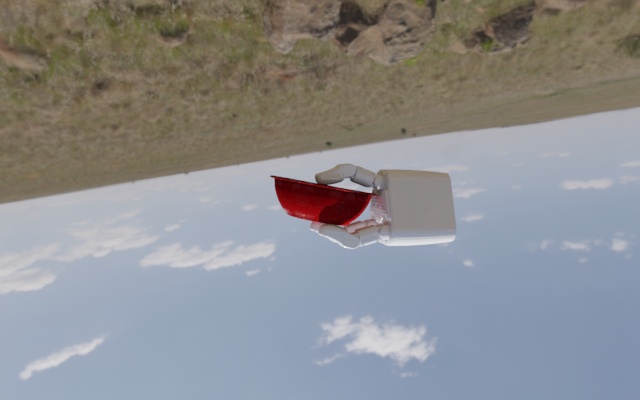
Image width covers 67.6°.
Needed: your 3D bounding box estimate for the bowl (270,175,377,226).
[{"bbox_3d":[-0.001,0.003,0.712,0.162,0.055,0.162,11,2,0],"label":"bowl"}]
